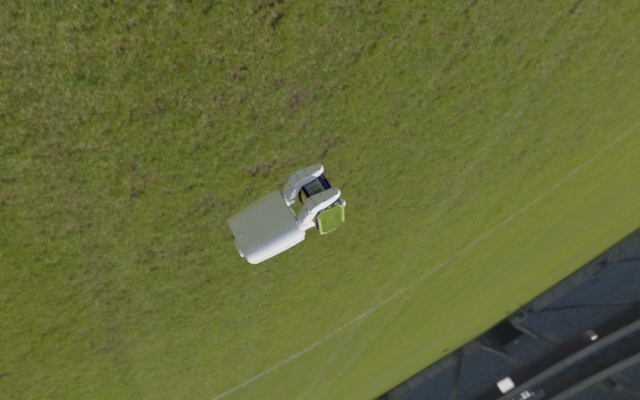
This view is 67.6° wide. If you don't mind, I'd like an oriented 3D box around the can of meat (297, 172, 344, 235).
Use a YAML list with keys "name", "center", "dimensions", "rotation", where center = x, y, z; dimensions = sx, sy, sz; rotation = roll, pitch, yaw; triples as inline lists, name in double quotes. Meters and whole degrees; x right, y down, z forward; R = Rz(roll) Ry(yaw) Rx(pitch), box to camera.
- name: "can of meat"
  center: [0.000, 0.003, 0.854]
  dimensions: [0.057, 0.084, 0.102]
  rotation: [-27, -25, -9]
